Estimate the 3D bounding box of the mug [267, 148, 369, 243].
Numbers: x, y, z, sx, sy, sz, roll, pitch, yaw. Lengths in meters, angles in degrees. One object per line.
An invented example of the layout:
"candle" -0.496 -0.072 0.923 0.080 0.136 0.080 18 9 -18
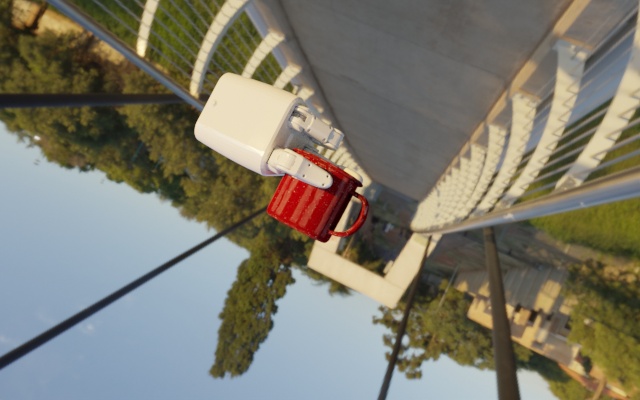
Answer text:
"mug" 0.001 0.003 0.550 0.117 0.081 0.093 26 -3 24
